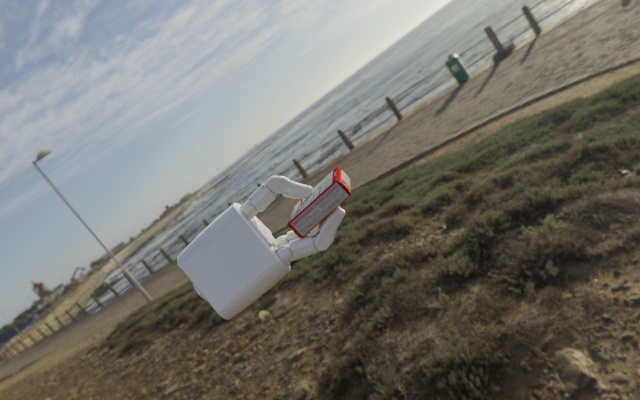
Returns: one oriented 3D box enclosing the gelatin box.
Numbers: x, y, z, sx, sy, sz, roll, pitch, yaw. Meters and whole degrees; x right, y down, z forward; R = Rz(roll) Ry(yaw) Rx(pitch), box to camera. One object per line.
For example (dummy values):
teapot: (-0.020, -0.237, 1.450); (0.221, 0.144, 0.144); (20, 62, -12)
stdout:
gelatin box: (0.000, 0.001, 0.626); (0.089, 0.030, 0.073); (-43, 10, 14)
